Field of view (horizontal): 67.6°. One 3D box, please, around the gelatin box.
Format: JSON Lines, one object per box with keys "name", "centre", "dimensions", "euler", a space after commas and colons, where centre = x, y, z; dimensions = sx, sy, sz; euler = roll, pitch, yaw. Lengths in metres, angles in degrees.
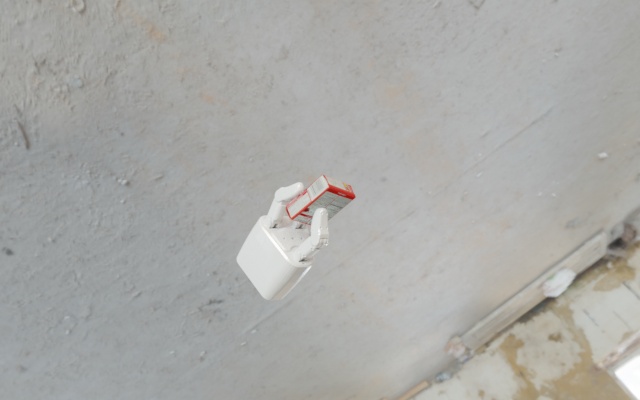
{"name": "gelatin box", "centre": [0.001, 0.003, 0.760], "dimensions": [0.089, 0.030, 0.073], "euler": [-40, -34, 25]}
